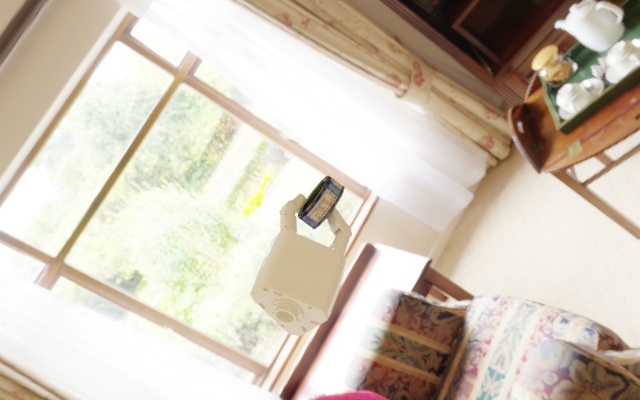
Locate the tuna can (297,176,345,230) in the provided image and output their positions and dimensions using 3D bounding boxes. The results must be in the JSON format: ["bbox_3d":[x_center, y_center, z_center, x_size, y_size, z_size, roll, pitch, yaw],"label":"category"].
[{"bbox_3d":[0.000,0.002,0.762,0.034,0.086,0.086,36,-7,-9],"label":"tuna can"}]
